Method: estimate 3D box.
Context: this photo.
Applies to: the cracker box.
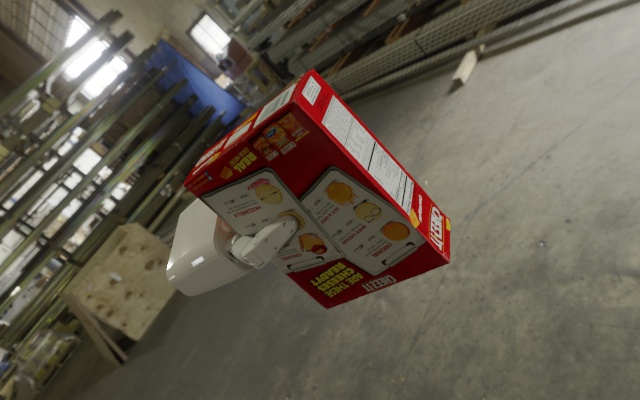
[{"bbox_3d":[0.000,0.002,0.474,0.164,0.072,0.214,-29,-63,36],"label":"cracker box"}]
